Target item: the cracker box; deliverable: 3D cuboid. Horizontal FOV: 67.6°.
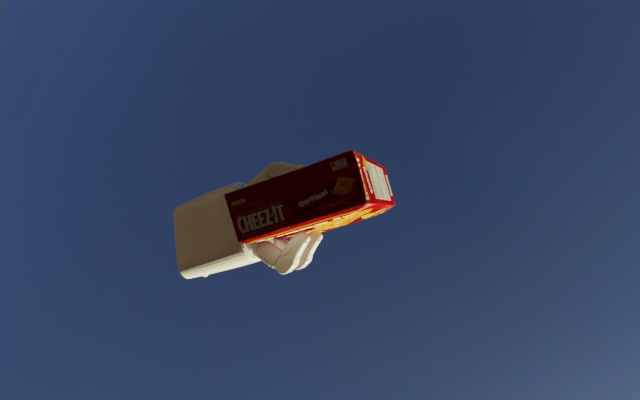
[{"bbox_3d":[0.000,0.002,0.633,0.164,0.072,0.214,-18,-6,16],"label":"cracker box"}]
